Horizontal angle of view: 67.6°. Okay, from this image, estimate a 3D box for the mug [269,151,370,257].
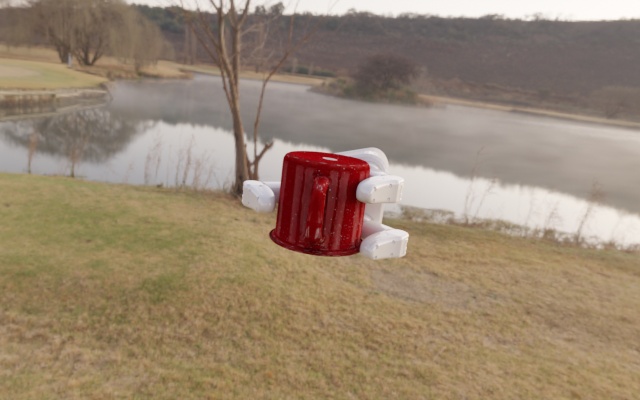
[{"bbox_3d":[0.000,0.002,0.437,0.093,0.081,0.117,8,13,6],"label":"mug"}]
